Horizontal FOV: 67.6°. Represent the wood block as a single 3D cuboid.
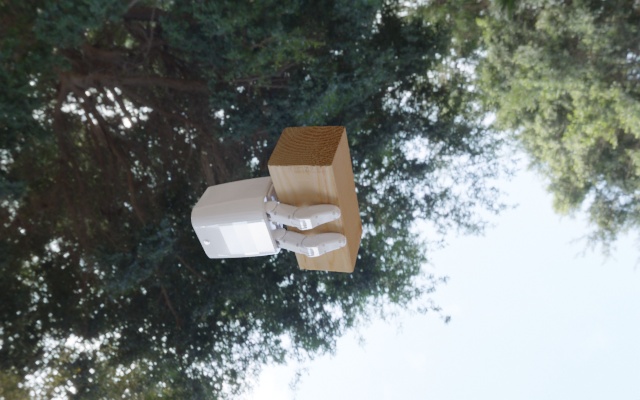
[{"bbox_3d":[0.000,0.002,0.699,0.090,0.206,0.090,1,43,16],"label":"wood block"}]
